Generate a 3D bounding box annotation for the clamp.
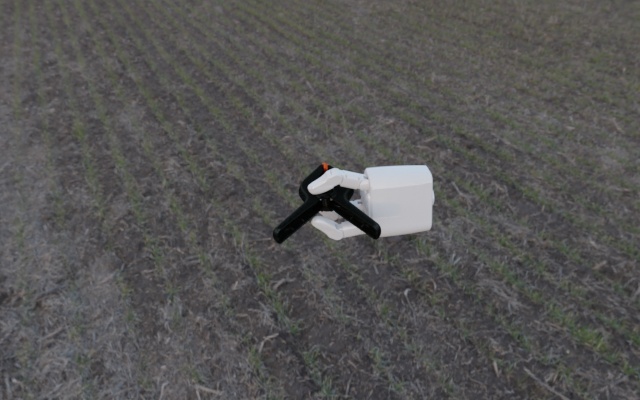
[{"bbox_3d":[0.000,0.002,0.796,0.164,0.036,0.209,-6,35,-4],"label":"clamp"}]
